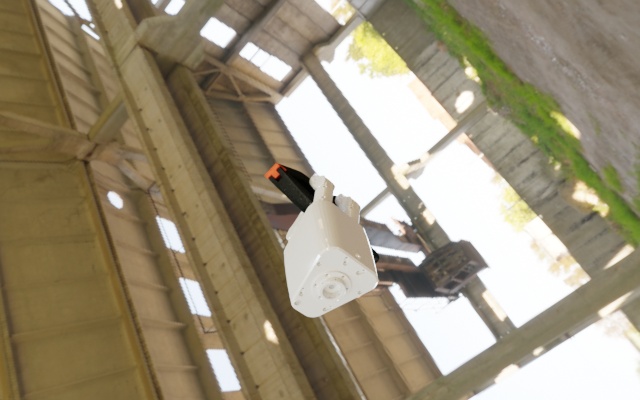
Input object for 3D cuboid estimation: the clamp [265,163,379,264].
[{"bbox_3d":[-0.001,0.003,0.754,0.210,0.036,0.164,37,17,-25],"label":"clamp"}]
